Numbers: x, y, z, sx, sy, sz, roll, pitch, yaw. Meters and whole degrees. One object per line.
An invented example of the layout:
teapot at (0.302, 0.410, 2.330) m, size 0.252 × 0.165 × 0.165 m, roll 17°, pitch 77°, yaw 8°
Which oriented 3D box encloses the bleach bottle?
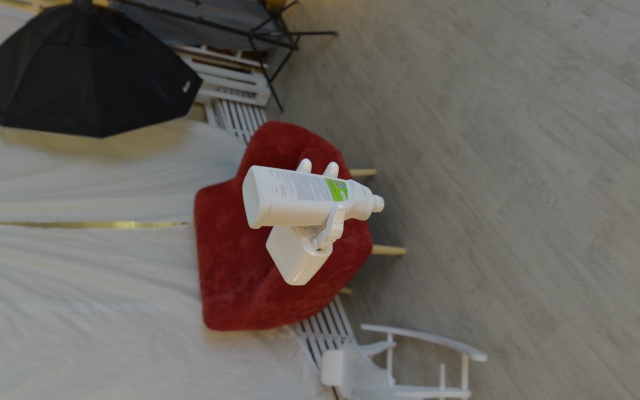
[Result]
bleach bottle at (0.000, 0.003, 0.807) m, size 0.251 × 0.102 × 0.068 m, roll 6°, pitch -42°, yaw -28°
